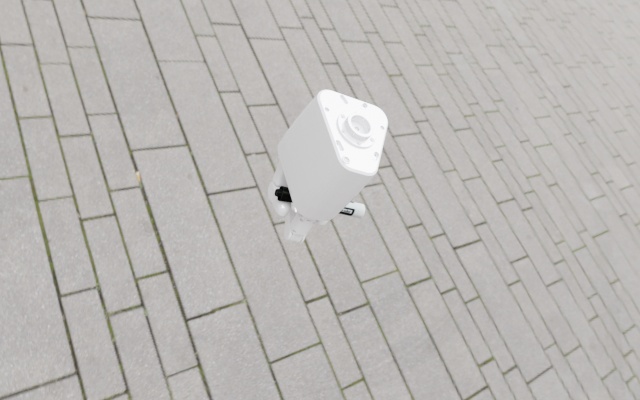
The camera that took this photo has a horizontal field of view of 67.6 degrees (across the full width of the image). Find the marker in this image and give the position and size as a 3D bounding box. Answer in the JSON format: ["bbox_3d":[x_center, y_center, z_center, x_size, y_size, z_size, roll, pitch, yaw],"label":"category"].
[{"bbox_3d":[0.000,0.002,0.596,0.121,0.020,0.020,13,-5,-25],"label":"marker"}]
